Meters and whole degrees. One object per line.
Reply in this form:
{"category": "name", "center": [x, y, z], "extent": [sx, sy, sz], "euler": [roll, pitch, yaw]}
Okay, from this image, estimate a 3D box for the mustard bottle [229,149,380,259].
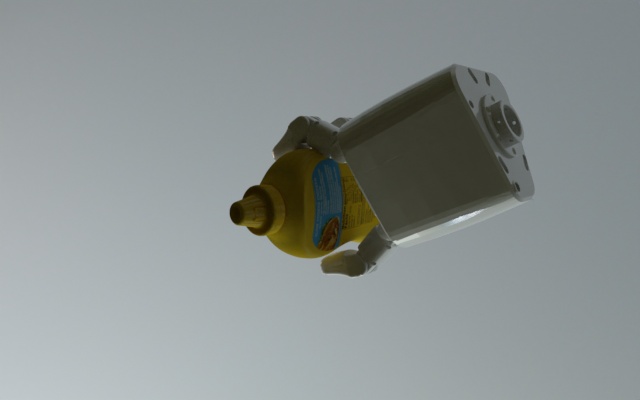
{"category": "mustard bottle", "center": [0.000, 0.001, 0.430], "extent": [0.058, 0.096, 0.191], "euler": [7, 10, 41]}
